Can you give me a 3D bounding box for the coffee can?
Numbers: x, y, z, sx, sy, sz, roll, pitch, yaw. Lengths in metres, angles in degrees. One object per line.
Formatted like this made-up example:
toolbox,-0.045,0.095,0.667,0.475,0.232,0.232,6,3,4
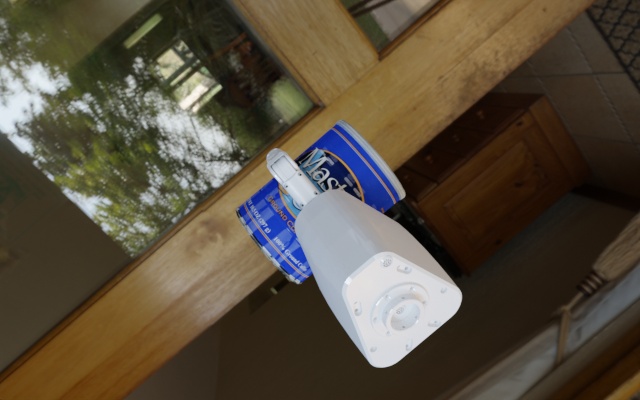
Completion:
coffee can,0.000,0.001,0.489,0.140,0.103,0.103,-40,-1,1
